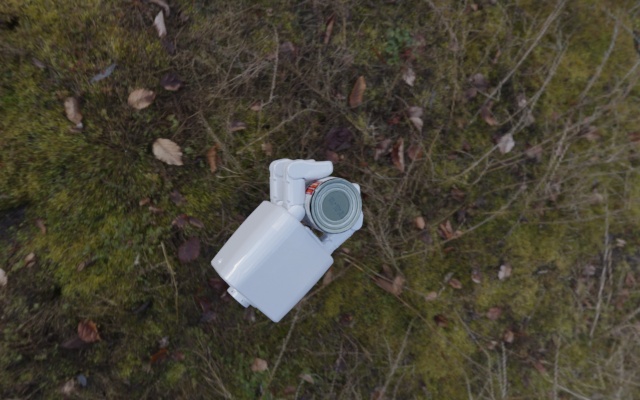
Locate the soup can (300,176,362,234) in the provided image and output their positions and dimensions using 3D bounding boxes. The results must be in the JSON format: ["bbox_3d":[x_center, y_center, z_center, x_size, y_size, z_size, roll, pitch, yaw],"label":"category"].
[{"bbox_3d":[0.001,0.002,0.600,0.068,0.068,0.102,0,6,-22],"label":"soup can"}]
